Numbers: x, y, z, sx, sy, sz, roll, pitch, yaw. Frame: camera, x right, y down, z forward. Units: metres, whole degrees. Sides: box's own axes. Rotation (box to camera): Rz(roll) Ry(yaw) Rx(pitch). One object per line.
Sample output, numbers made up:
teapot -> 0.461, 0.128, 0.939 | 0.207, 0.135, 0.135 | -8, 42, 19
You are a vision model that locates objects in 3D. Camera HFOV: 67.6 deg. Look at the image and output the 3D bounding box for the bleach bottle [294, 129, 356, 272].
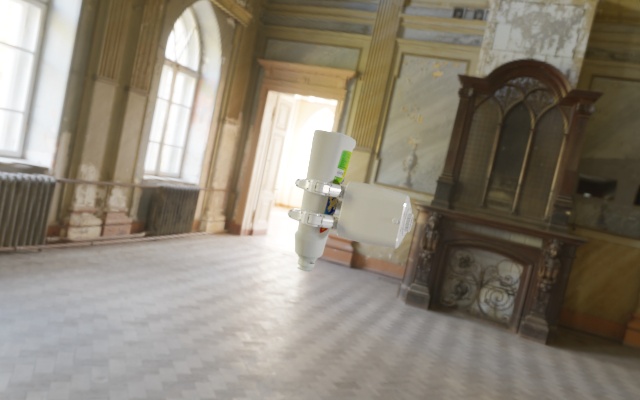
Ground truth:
bleach bottle -> 0.000, 0.003, 0.867 | 0.068, 0.251, 0.102 | 13, 3, 18
